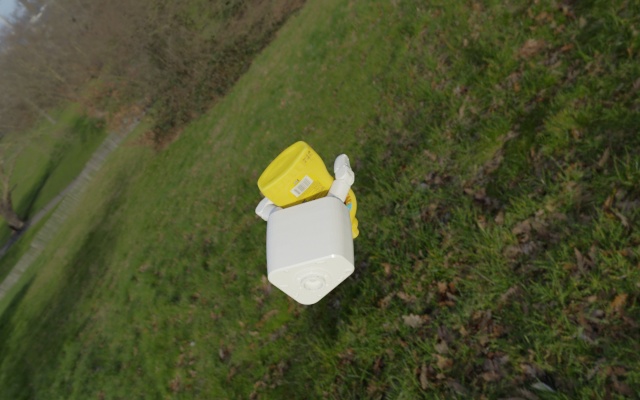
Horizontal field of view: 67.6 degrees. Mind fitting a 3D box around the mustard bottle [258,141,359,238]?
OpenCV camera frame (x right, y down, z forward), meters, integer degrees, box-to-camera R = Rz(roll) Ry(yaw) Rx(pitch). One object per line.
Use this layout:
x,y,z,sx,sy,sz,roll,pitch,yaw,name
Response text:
0.000,0.002,0.734,0.192,0.096,0.058,43,3,-35,mustard bottle
